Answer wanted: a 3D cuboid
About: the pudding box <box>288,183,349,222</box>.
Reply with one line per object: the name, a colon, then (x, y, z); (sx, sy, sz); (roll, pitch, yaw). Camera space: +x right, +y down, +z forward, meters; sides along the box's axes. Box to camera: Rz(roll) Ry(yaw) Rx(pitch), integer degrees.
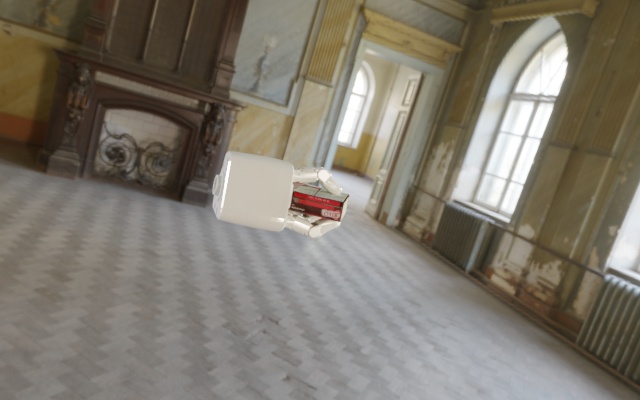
pudding box: (0.000, 0.003, 0.820); (0.090, 0.039, 0.113); (14, 11, 7)
